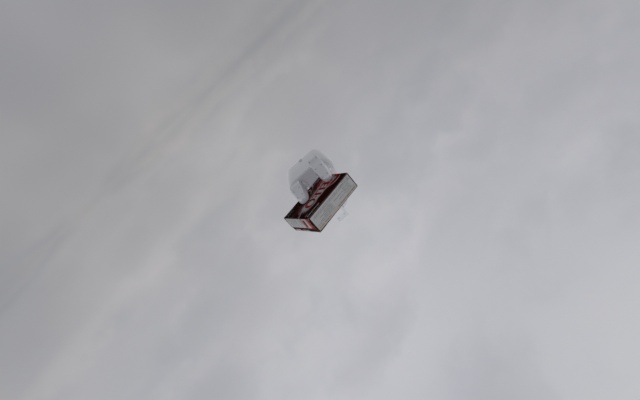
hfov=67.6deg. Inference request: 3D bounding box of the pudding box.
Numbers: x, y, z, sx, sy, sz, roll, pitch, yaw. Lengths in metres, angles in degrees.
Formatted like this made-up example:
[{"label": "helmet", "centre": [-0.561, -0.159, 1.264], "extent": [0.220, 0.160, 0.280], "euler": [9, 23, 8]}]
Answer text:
[{"label": "pudding box", "centre": [0.000, 0.003, 0.831], "extent": [0.039, 0.113, 0.090], "euler": [46, -22, -21]}]
